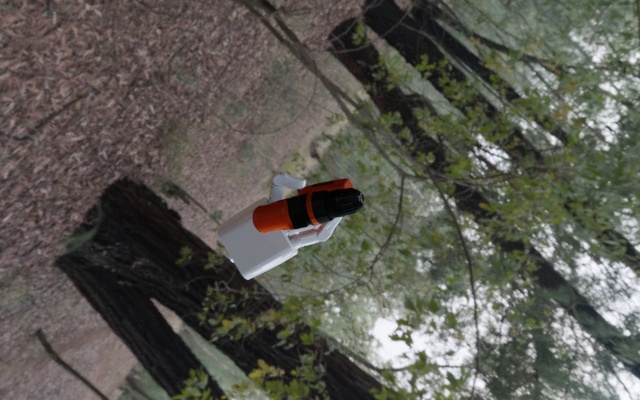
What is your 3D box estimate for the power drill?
[{"bbox_3d":[0.000,0.003,0.806,0.184,0.057,0.187,-10,5,20],"label":"power drill"}]
